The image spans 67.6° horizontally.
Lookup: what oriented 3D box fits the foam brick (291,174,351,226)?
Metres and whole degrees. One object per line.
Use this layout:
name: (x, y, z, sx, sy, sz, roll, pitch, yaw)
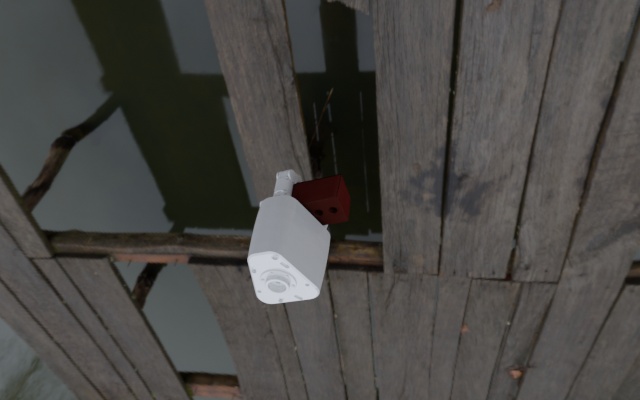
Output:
foam brick: (0.000, 0.002, 0.704, 0.078, 0.053, 0.051, -11, 39, 18)
